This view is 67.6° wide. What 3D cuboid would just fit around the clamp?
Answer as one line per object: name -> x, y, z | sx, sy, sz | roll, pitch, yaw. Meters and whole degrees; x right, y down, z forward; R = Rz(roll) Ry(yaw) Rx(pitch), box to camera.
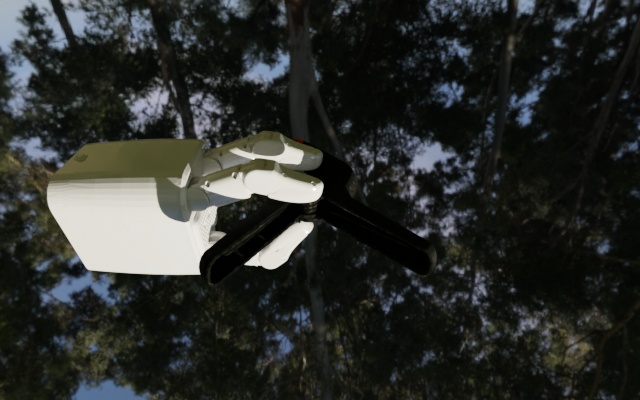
clamp -> 0.000, 0.002, 0.405 | 0.164, 0.036, 0.209 | 3, 30, -2
